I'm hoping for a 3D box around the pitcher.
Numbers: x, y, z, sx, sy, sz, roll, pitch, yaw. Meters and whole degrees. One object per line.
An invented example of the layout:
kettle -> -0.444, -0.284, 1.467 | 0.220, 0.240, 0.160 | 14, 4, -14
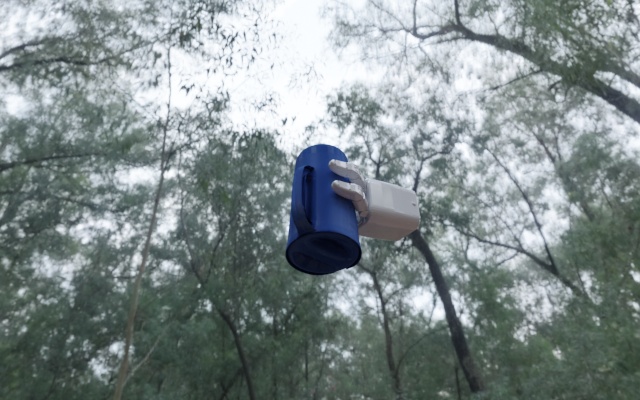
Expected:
pitcher -> 0.000, 0.003, 0.895 | 0.145, 0.242, 0.149 | 11, -42, -14
